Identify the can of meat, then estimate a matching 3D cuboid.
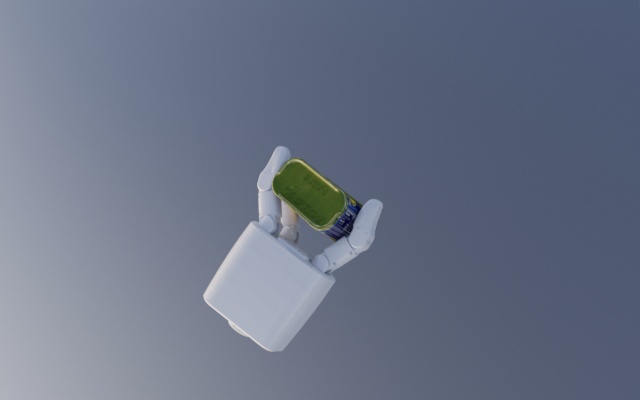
[{"bbox_3d":[0.000,0.002,0.561,0.102,0.057,0.084,39,2,27],"label":"can of meat"}]
